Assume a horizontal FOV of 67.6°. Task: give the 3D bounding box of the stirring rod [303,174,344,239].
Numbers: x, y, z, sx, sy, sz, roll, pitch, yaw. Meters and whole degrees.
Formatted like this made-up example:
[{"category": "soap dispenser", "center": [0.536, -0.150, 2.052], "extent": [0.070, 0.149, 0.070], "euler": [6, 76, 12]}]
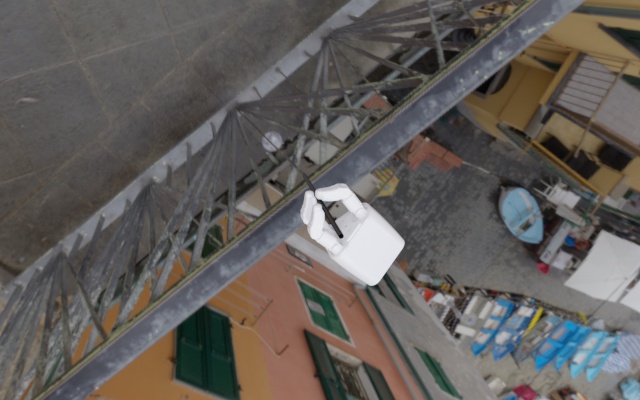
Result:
[{"category": "stirring rod", "center": [0.000, 0.003, 0.801], "extent": [0.011, 0.011, 0.239], "euler": [0, 24, -16]}]
